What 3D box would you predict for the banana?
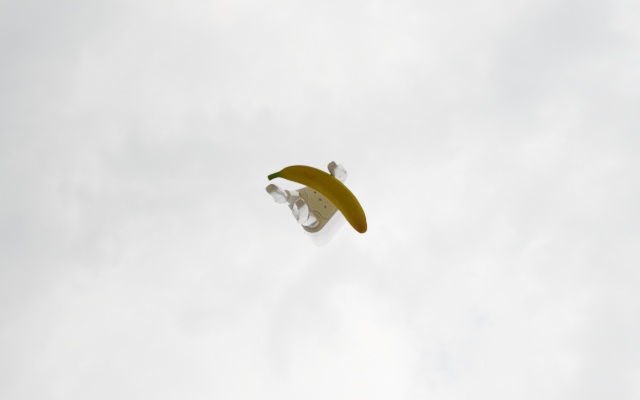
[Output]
[{"bbox_3d":[0.007,-0.013,0.816,0.198,0.069,0.037,29,-20,18],"label":"banana"}]
